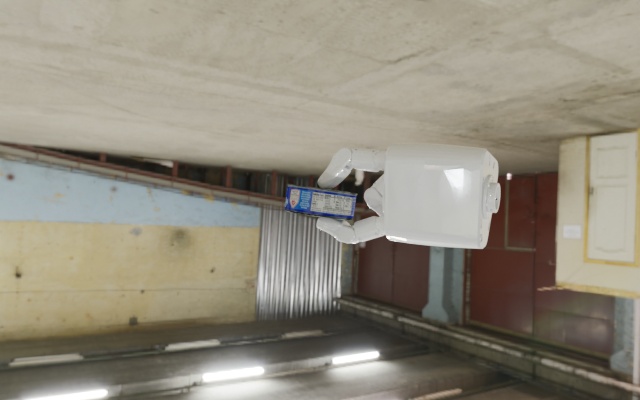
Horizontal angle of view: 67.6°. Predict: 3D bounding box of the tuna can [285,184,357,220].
[{"bbox_3d":[0.000,0.002,0.582,0.086,0.034,0.086,8,1,0],"label":"tuna can"}]
